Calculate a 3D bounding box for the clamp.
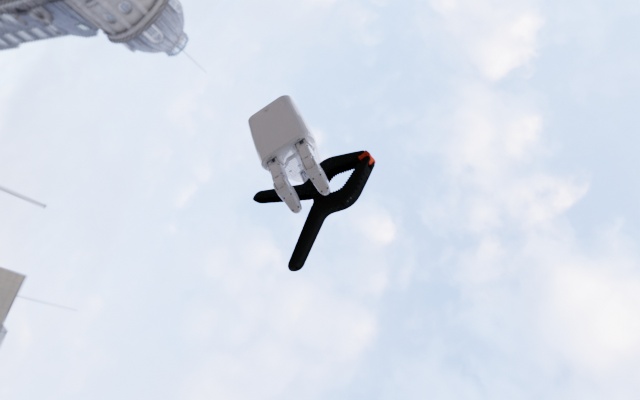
[{"bbox_3d":[0.001,0.002,0.747,0.210,0.164,0.036,-32,-33,12],"label":"clamp"}]
